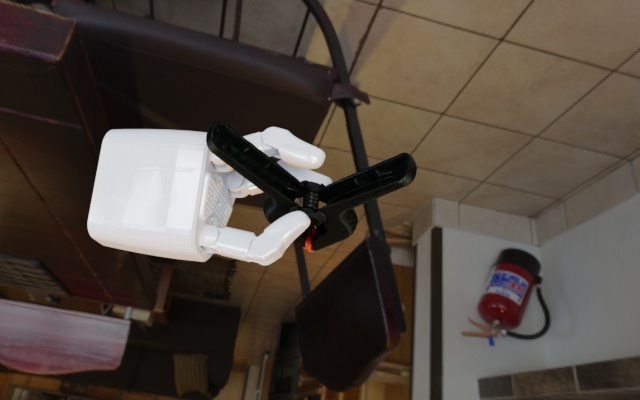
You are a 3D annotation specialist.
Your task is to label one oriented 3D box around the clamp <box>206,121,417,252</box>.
[{"bbox_3d":[0.000,0.002,0.445,0.164,0.036,0.210,8,-25,10],"label":"clamp"}]
